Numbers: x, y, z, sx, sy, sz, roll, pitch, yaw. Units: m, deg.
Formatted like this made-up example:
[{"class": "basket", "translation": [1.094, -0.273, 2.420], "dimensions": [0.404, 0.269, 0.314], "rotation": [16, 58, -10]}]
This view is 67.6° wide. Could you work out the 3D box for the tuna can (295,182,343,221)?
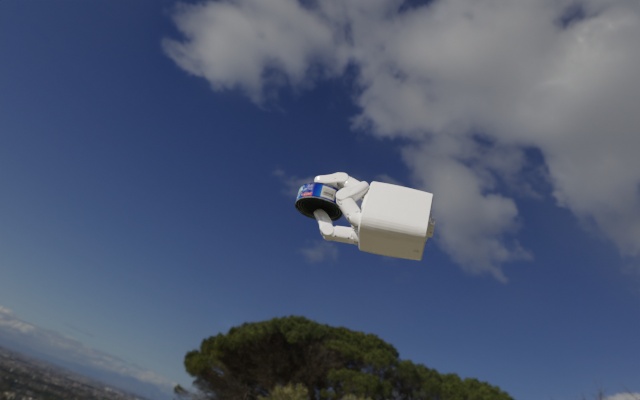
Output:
[{"class": "tuna can", "translation": [0.000, 0.002, 0.847], "dimensions": [0.086, 0.033, 0.086], "rotation": [11, -27, 6]}]
